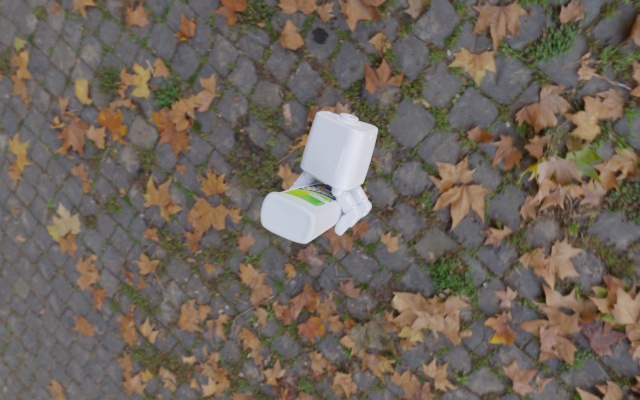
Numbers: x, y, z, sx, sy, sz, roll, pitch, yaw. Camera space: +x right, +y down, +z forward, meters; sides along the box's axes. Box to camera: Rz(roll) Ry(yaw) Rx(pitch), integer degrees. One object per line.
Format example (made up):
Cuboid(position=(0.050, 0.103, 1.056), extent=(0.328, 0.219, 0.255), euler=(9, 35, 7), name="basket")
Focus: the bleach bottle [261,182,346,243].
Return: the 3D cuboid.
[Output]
Cuboid(position=(0.000, 0.003, 0.868), extent=(0.102, 0.068, 0.250), euler=(23, 22, 19), name="bleach bottle")
